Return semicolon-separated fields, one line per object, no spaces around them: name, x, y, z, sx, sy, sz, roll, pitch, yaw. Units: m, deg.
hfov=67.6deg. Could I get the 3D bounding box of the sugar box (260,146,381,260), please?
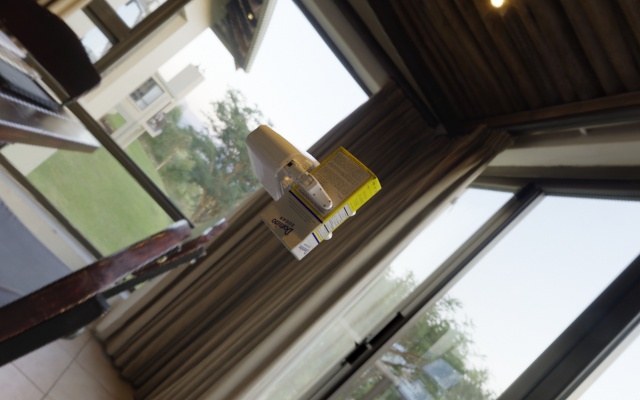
sugar box;0.000;0.003;0.759;0.093;0.176;0.048;44;-7;35
